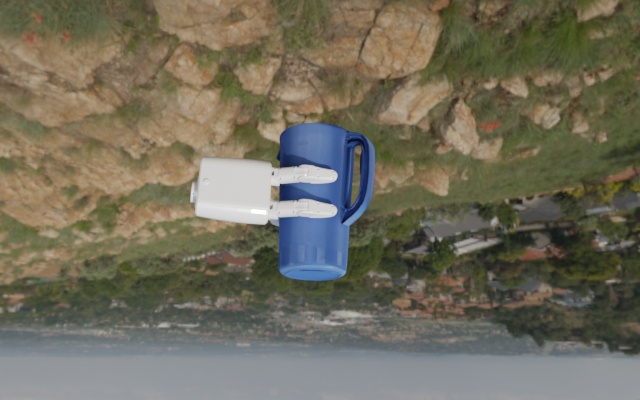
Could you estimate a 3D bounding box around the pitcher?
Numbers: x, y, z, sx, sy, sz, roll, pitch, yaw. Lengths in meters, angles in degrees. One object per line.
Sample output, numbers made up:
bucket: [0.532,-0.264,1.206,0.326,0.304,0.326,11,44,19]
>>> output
pitcher: [0.000,0.003,0.785,0.145,0.242,0.149,6,-19,-13]
